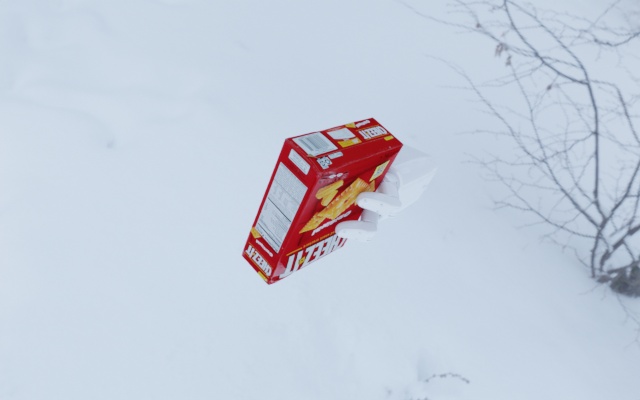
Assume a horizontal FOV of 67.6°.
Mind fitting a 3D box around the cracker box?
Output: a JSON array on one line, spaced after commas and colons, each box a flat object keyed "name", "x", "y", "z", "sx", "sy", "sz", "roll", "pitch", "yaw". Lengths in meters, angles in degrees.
[{"name": "cracker box", "x": 0.000, "y": 0.002, "z": 0.647, "sx": 0.164, "sy": 0.214, "sz": 0.072, "roll": -22, "pitch": 58, "yaw": -42}]
